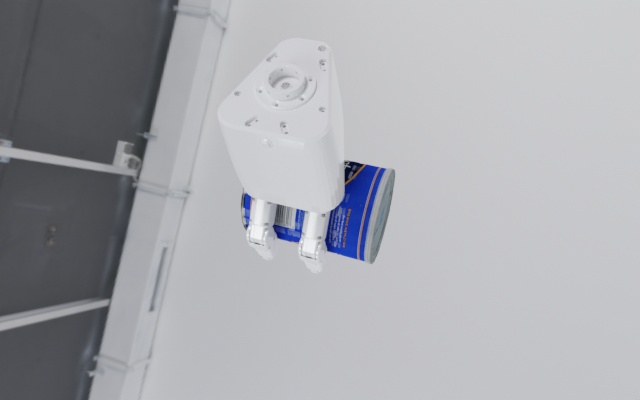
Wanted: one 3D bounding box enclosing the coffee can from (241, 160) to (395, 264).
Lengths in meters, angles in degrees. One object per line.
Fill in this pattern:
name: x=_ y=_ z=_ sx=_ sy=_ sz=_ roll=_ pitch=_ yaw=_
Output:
coffee can: x=0.000 y=0.002 z=0.515 sx=0.140 sy=0.103 sz=0.103 roll=13 pitch=3 yaw=13
